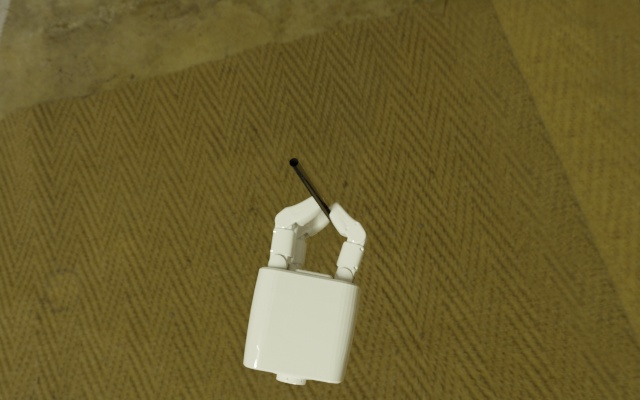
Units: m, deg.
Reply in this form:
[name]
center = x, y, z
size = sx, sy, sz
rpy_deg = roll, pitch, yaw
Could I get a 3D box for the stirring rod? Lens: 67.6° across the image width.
[stirring rod]
center = 0.000, 0.002, 0.519
size = 0.011, 0.011, 0.240
rpy_deg = 0, -16, 11
